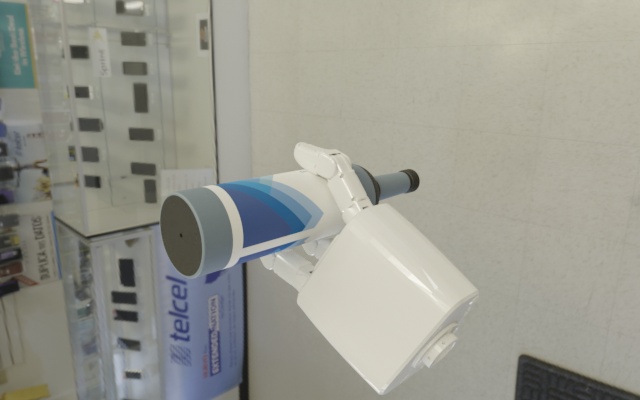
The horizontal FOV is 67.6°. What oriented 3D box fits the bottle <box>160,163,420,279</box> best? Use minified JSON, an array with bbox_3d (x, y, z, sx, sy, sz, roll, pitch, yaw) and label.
[{"bbox_3d":[0.000,0.001,0.456,0.295,0.069,0.069,-13,9,-43],"label":"bottle"}]
